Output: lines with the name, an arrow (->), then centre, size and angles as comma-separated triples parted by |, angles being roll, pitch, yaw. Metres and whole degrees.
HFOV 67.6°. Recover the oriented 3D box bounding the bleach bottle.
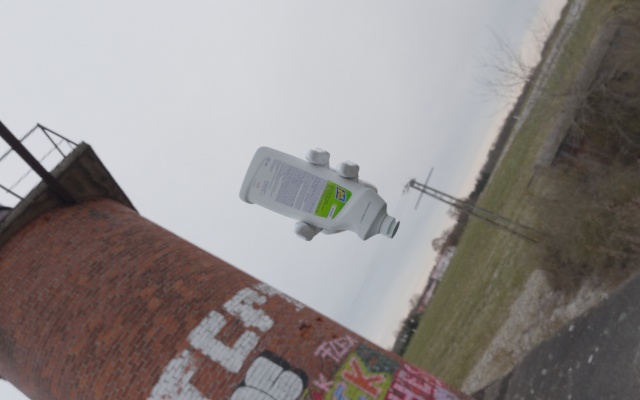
bleach bottle -> 0.000, 0.002, 0.744 | 0.251, 0.102, 0.068 | 24, 7, 20
